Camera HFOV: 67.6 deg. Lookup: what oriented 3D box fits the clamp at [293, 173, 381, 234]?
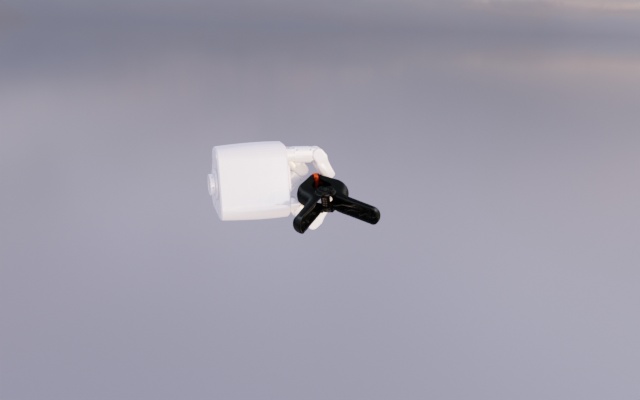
[{"bbox_3d":[0.000,0.002,0.704,0.120,0.039,0.171,-5,21,-20],"label":"clamp"}]
